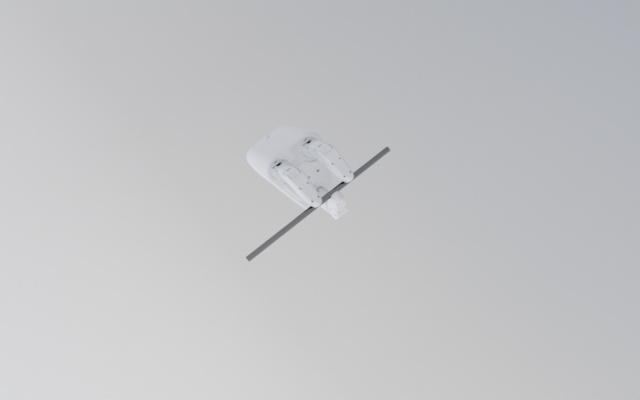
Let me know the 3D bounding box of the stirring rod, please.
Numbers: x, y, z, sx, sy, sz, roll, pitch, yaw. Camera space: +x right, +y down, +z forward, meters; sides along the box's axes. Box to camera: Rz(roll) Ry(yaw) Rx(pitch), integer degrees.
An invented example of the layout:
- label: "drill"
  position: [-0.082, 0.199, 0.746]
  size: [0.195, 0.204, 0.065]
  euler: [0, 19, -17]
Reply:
- label: "stirring rod"
  position: [0.000, 0.002, 0.628]
  size: [0.239, 0.011, 0.011]
  euler: [-38, 9, -12]
